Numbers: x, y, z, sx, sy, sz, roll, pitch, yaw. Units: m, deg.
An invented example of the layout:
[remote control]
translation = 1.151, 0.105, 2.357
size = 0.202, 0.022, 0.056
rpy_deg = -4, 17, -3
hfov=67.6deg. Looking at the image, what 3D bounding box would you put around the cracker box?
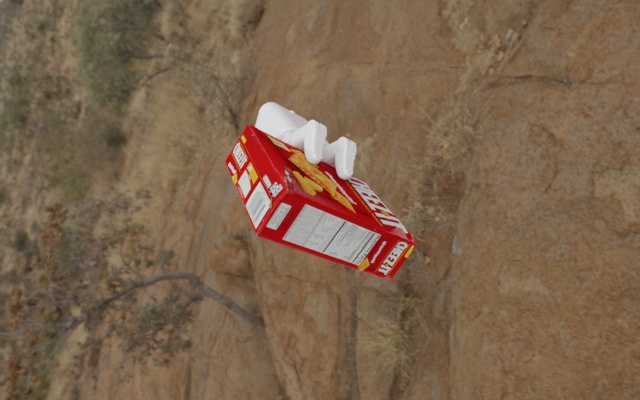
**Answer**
[cracker box]
translation = 0.000, 0.002, 0.610
size = 0.214, 0.072, 0.164
rpy_deg = 22, 21, -35
